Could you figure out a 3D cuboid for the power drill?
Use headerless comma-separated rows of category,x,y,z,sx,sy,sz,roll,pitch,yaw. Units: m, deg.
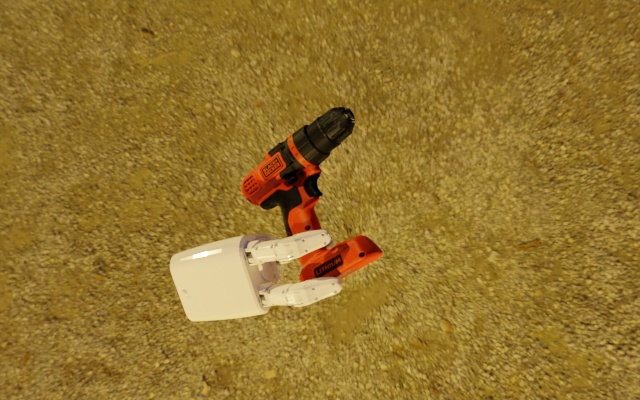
power drill,0.000,0.002,0.589,0.184,0.187,0.057,-36,-20,28
